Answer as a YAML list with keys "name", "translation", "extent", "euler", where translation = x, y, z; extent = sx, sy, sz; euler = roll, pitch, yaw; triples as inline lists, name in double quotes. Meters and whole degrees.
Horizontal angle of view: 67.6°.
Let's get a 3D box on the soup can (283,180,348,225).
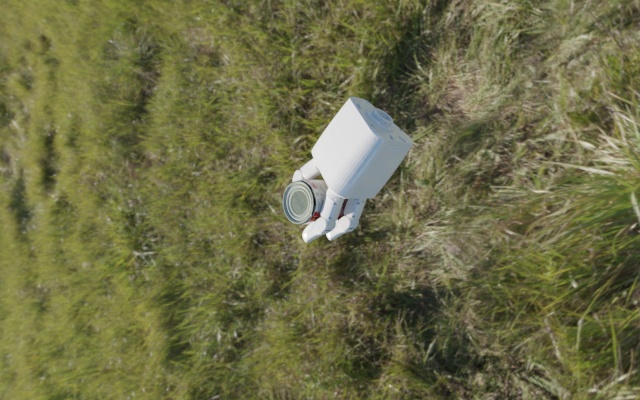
- name: "soup can"
  translation: [0.000, 0.003, 0.746]
  extent: [0.068, 0.068, 0.102]
  euler: [0, 1, 42]
